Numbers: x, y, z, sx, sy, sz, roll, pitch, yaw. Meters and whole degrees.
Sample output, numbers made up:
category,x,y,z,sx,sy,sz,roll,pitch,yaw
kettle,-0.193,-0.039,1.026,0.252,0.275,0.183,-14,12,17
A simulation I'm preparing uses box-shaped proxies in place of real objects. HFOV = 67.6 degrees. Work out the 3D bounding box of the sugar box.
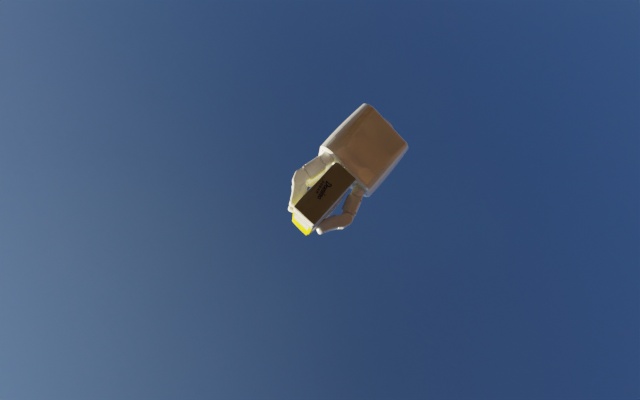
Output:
category,x,y,z,sx,sy,sz,roll,pitch,yaw
sugar box,0.000,0.002,0.751,0.048,0.093,0.176,42,-10,5
